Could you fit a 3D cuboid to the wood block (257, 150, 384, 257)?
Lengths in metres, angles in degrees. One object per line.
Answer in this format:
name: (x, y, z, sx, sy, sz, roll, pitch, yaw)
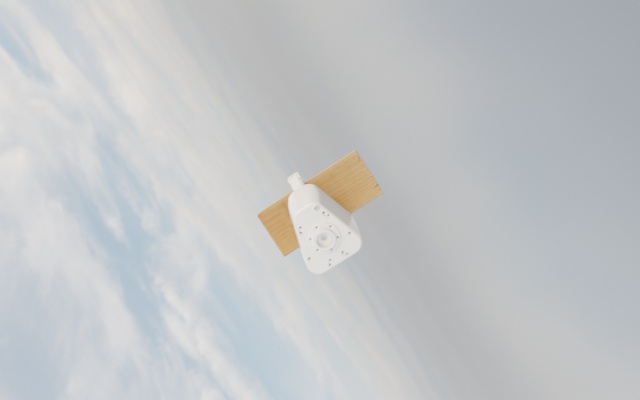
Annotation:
wood block: (0.000, 0.003, 0.868, 0.206, 0.091, 0.090, -33, 4, 3)
